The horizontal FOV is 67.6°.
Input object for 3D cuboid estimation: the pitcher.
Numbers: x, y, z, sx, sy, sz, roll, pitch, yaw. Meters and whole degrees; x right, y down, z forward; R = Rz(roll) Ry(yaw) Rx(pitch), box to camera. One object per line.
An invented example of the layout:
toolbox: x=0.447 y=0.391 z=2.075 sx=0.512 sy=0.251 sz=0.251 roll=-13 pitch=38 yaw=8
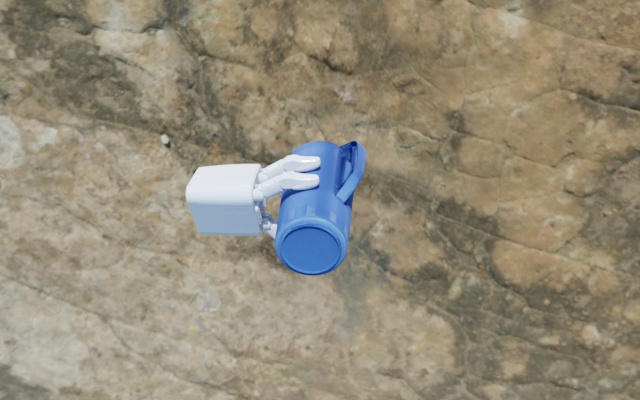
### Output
pitcher: x=0.000 y=0.003 z=0.788 sx=0.145 sy=0.149 sz=0.242 roll=2 pitch=32 yaw=3
